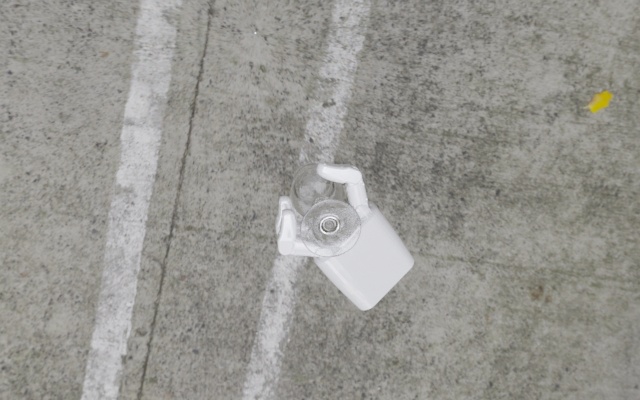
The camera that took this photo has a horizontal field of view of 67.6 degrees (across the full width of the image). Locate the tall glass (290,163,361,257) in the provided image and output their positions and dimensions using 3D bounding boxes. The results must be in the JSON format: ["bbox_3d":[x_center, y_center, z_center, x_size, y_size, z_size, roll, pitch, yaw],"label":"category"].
[{"bbox_3d":[0.000,0.002,0.660,0.079,0.079,0.201,0,19,-8],"label":"tall glass"}]
